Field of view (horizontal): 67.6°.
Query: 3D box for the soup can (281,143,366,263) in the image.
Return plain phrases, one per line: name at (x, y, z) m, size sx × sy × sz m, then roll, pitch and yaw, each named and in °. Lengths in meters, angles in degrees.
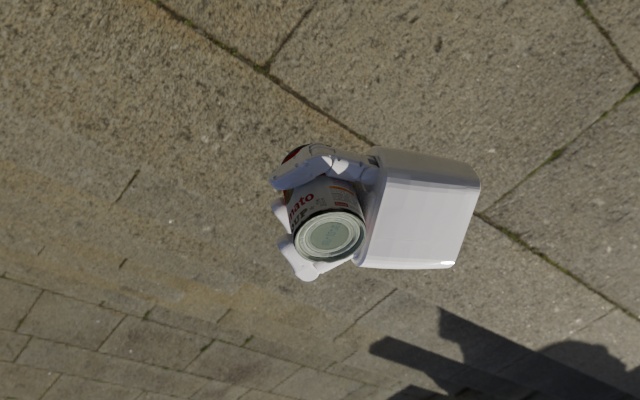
soup can at (0.000, 0.002, 0.456) m, size 0.068 × 0.069 × 0.102 m, roll 0°, pitch 40°, yaw -13°
